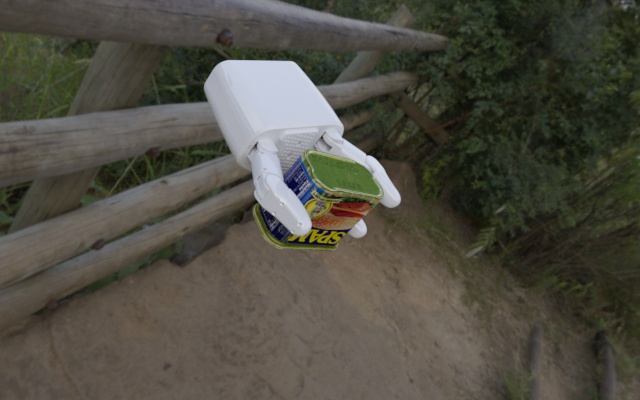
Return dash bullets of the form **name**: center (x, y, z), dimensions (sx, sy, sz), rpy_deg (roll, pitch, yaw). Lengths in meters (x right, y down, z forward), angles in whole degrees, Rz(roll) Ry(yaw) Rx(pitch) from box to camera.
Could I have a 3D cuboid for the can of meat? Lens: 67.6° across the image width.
- **can of meat**: center (0.000, 0.001, 0.467), dimensions (0.102, 0.057, 0.084), rpy_deg (9, -47, -45)
